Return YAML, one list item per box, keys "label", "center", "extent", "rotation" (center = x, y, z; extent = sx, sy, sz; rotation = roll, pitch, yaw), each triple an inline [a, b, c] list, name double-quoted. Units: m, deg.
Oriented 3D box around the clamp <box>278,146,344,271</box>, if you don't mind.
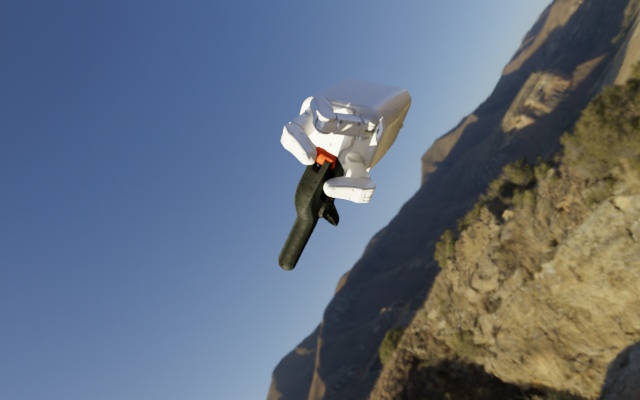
- label: "clamp"
  center: [0.000, 0.002, 0.604]
  extent: [0.039, 0.172, 0.120]
  rotation: [29, 39, 14]
